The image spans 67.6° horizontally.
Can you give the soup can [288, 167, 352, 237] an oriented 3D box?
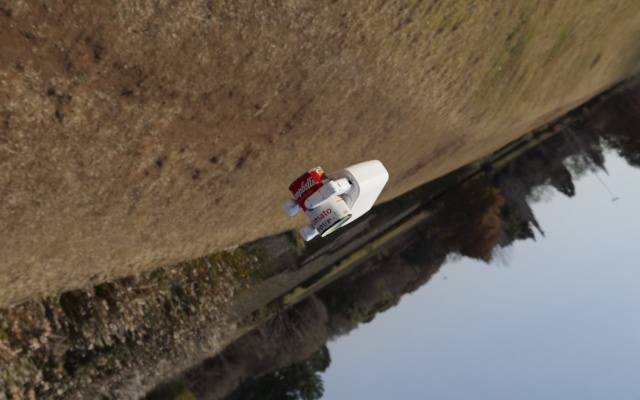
[{"bbox_3d":[0.000,0.003,0.823,0.068,0.102,0.068,-33,-10,-6],"label":"soup can"}]
